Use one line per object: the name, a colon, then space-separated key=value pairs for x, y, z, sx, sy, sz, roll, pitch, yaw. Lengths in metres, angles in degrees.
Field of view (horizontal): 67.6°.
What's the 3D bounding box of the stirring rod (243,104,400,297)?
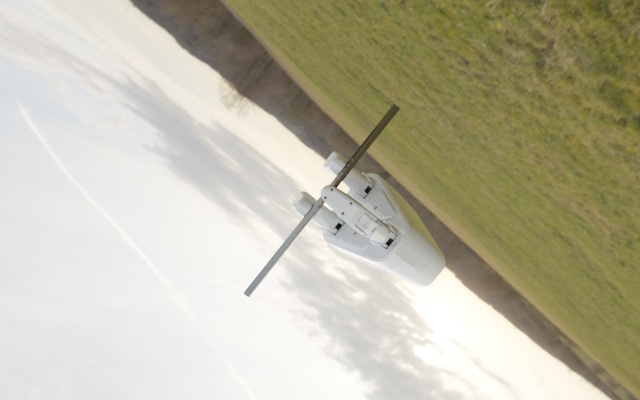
stirring rod: x=0.000 y=0.002 z=0.476 sx=0.011 sy=0.239 sz=0.011 roll=38 pitch=3 yaw=-3
